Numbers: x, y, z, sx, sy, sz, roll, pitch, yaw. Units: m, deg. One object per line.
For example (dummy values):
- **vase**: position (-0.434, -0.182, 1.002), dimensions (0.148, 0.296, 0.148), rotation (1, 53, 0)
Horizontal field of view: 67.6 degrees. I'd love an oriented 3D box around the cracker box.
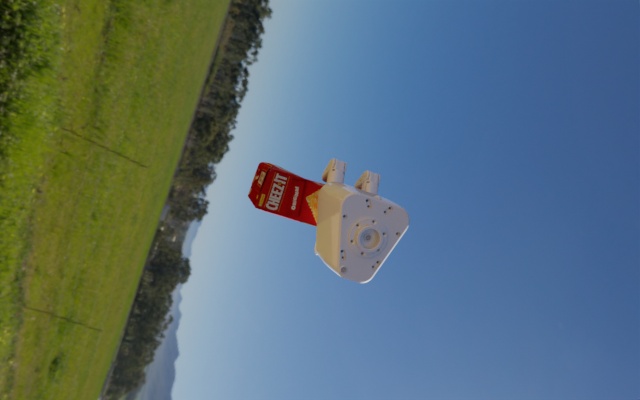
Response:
- **cracker box**: position (0.000, 0.003, 0.764), dimensions (0.214, 0.072, 0.164), rotation (18, 2, -14)
